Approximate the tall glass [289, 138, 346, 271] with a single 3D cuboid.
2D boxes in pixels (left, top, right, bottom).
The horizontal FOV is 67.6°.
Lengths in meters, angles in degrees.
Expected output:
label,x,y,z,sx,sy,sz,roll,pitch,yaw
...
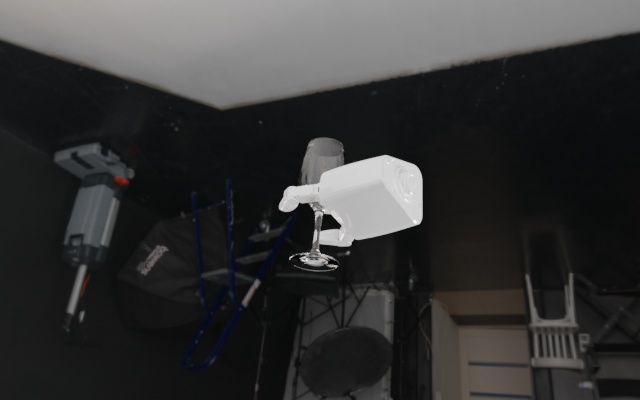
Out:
label,x,y,z,sx,sy,sz,roll,pitch,yaw
tall glass,0.000,0.003,0.742,0.079,0.201,0.079,5,-26,2
